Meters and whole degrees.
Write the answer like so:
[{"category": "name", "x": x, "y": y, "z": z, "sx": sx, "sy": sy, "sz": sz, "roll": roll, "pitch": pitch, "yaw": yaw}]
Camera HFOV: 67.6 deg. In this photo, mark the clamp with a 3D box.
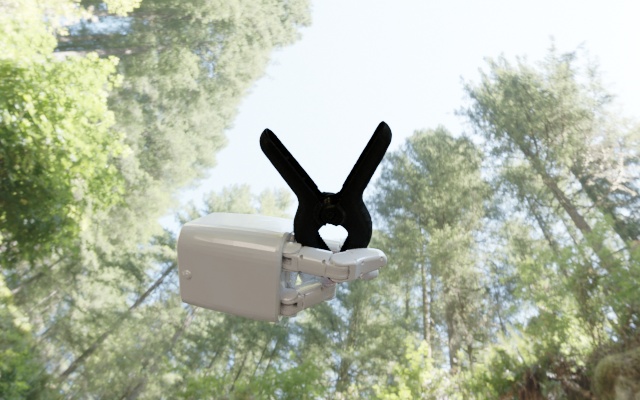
[{"category": "clamp", "x": 0.000, "y": 0.001, "z": 0.464, "sx": 0.120, "sy": 0.171, "sz": 0.039, "roll": 8, "pitch": 25, "yaw": 8}]
